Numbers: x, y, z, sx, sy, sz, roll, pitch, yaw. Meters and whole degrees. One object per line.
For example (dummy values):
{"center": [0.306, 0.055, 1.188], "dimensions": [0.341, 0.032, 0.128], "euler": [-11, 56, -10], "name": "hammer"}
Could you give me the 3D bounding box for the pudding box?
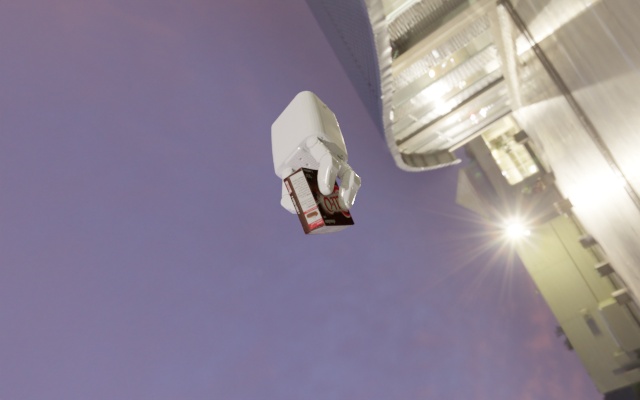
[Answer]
{"center": [0.000, 0.002, 0.699], "dimensions": [0.039, 0.090, 0.113], "euler": [-29, -13, 24], "name": "pudding box"}
